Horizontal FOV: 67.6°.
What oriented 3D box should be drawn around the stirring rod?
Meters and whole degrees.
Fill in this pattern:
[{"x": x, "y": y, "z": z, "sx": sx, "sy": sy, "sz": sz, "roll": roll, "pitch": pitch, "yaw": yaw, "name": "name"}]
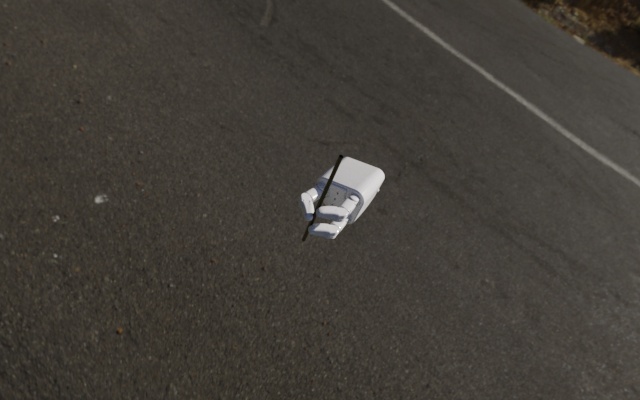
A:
[{"x": 0.000, "y": 0.003, "z": 0.892, "sx": 0.011, "sy": 0.011, "sz": 0.240, "roll": 0, "pitch": -40, "yaw": -22, "name": "stirring rod"}]
